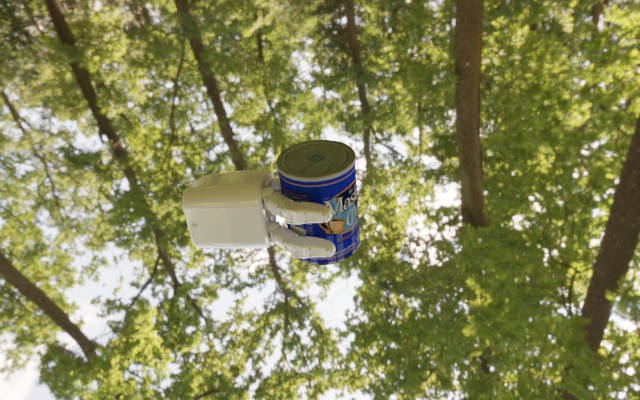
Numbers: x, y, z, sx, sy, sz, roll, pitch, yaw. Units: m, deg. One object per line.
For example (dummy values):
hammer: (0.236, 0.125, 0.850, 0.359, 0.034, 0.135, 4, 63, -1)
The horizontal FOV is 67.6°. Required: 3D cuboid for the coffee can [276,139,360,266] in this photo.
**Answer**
coffee can: (0.000, 0.002, 0.650, 0.103, 0.140, 0.102, -4, 33, 3)
